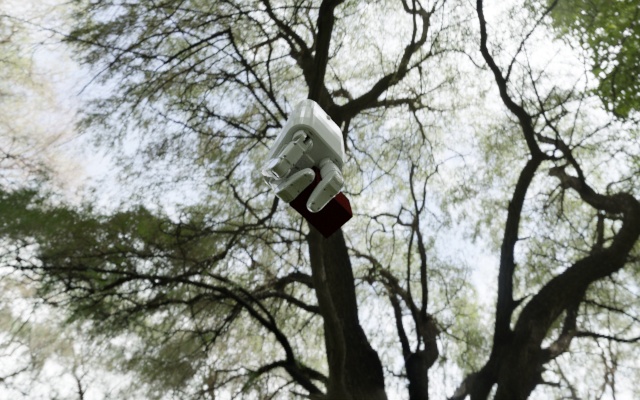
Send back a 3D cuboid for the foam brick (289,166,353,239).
[{"bbox_3d":[0.000,0.002,0.664,0.053,0.078,0.051,-38,25,16],"label":"foam brick"}]
